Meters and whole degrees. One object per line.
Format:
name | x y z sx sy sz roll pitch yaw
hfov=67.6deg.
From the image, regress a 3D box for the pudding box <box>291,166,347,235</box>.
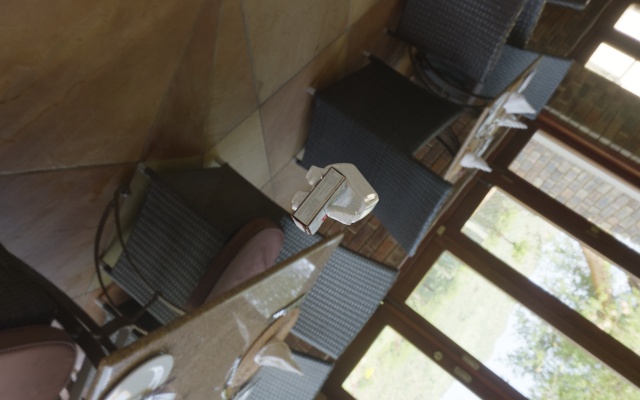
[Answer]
pudding box | 0.000 0.003 0.842 0.039 0.113 0.090 35 -9 11
